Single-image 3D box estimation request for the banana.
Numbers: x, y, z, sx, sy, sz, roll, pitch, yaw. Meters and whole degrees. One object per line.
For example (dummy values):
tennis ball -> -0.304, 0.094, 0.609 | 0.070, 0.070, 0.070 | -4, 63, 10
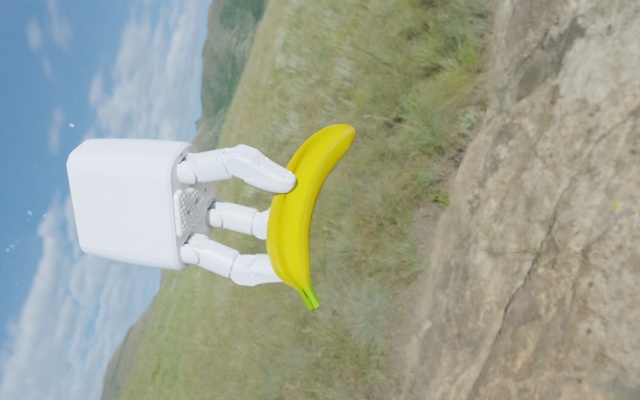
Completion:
banana -> -0.010, -0.005, 0.441 | 0.037, 0.197, 0.070 | -5, -33, 35
